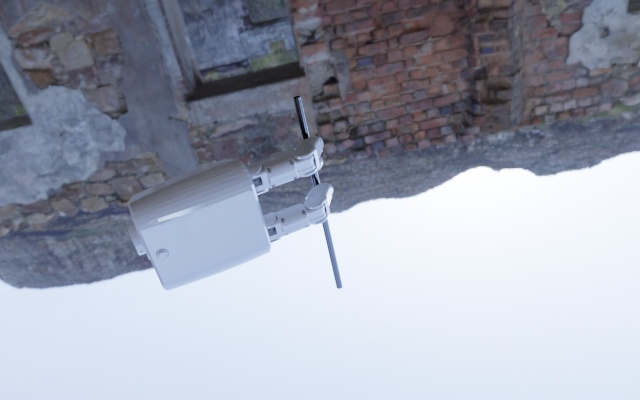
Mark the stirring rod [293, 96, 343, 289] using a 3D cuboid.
[{"bbox_3d":[0.000,0.002,0.528,0.011,0.240,0.011,-10,28,5],"label":"stirring rod"}]
